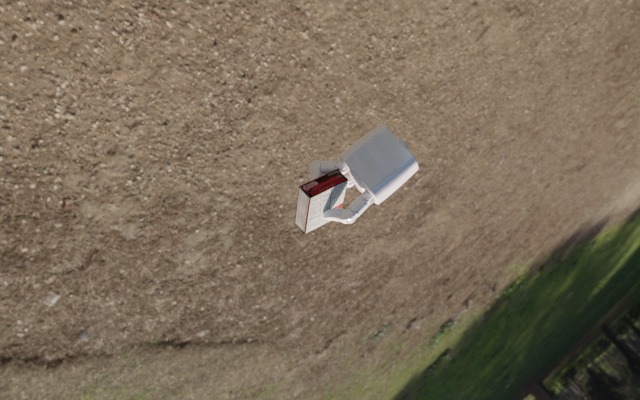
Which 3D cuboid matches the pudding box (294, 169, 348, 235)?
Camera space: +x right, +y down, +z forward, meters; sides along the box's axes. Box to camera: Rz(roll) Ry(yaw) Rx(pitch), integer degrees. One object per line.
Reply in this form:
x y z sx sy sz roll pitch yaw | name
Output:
0.000 0.003 0.900 0.090 0.114 0.039 -25 55 -27 | pudding box
